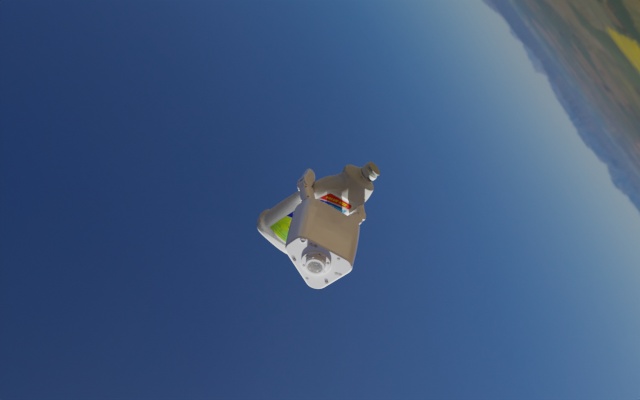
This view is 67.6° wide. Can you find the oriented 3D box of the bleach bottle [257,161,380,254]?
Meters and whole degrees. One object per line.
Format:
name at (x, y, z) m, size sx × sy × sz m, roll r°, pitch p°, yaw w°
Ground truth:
bleach bottle at (0.000, 0.003, 0.891) m, size 0.251 × 0.102 × 0.068 m, roll -36°, pitch 22°, yaw 29°
